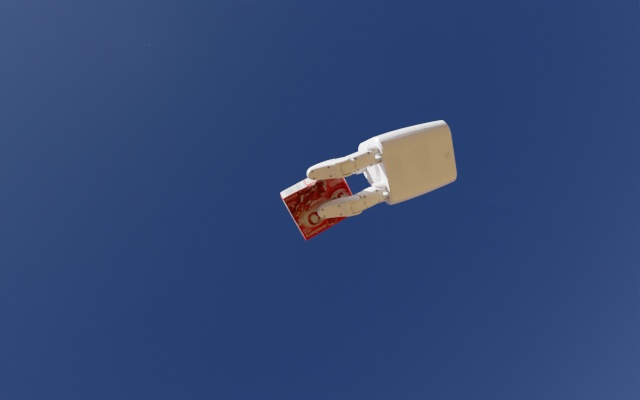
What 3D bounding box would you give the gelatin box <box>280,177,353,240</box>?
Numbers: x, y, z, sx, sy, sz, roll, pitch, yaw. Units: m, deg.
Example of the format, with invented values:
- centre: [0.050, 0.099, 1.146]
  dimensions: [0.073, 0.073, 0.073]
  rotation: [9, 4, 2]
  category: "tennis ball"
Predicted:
- centre: [0.000, 0.002, 0.669]
  dimensions: [0.089, 0.073, 0.030]
  rotation: [-29, 23, -2]
  category: "gelatin box"
